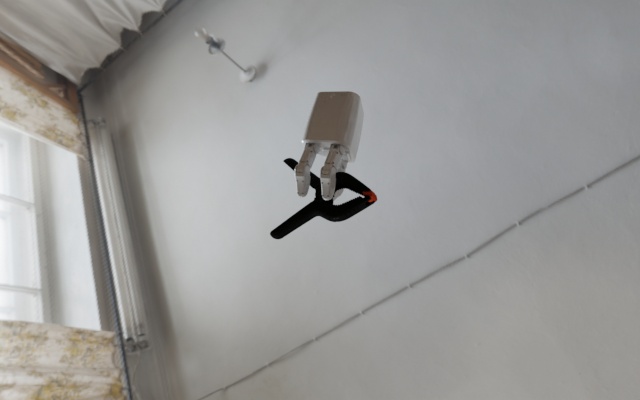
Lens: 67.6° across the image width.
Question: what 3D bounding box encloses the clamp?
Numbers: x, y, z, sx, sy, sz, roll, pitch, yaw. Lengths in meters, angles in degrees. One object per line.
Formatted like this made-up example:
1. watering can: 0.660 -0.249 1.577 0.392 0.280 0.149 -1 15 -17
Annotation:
1. clamp: 0.001 0.003 0.884 0.210 0.164 0.036 7 -15 30
